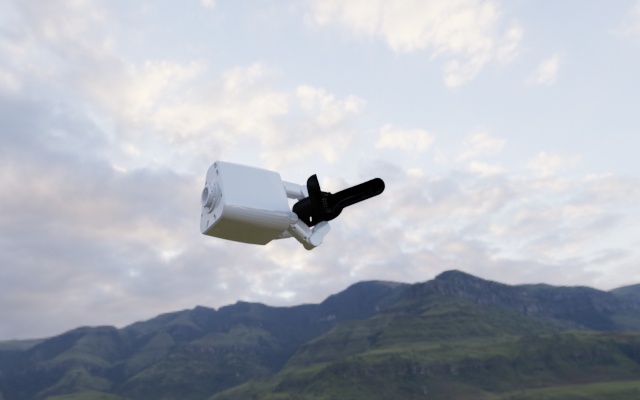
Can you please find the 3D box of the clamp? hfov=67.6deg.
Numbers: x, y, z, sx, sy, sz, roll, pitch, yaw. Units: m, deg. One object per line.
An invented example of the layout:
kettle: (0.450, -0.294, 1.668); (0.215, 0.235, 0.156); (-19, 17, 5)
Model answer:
clamp: (0.000, 0.002, 0.707); (0.120, 0.039, 0.171); (12, -31, -33)
